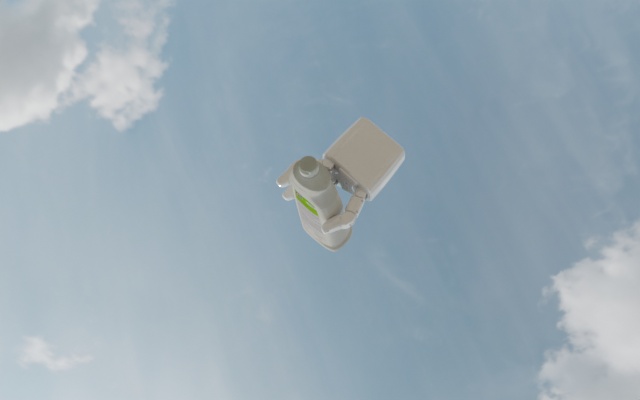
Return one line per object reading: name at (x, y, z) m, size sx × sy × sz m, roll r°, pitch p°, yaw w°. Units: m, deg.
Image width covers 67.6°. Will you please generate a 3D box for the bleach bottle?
bleach bottle at (0.000, 0.003, 0.836) m, size 0.102 × 0.068 × 0.251 m, roll 36°, pitch -17°, yaw 20°
